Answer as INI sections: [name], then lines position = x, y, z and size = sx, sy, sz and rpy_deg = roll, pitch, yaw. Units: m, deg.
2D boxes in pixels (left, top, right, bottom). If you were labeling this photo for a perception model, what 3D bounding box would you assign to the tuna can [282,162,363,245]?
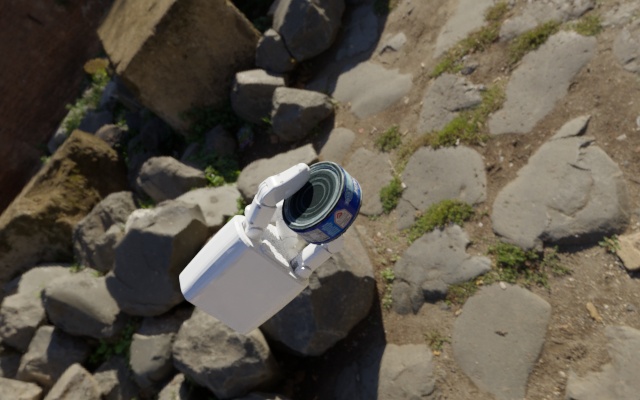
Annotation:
[tuna can]
position = 0.000, 0.001, 0.507
size = 0.086, 0.086, 0.034
rpy_deg = 0, -30, 44
